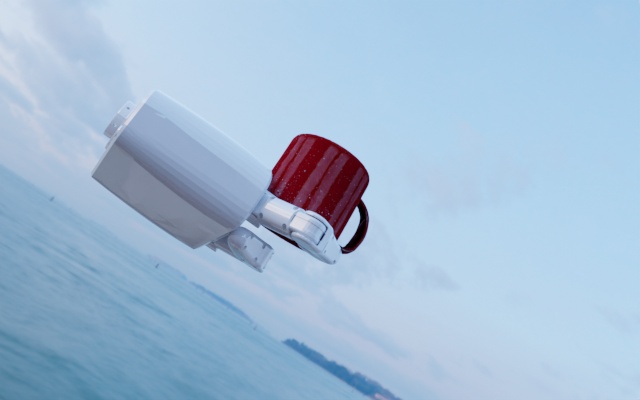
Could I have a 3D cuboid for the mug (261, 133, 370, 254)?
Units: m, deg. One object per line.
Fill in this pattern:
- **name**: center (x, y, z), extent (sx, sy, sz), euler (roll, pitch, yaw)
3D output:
- **mug**: center (0.001, 0.002, 0.432), extent (0.117, 0.081, 0.093), euler (38, -17, -23)
